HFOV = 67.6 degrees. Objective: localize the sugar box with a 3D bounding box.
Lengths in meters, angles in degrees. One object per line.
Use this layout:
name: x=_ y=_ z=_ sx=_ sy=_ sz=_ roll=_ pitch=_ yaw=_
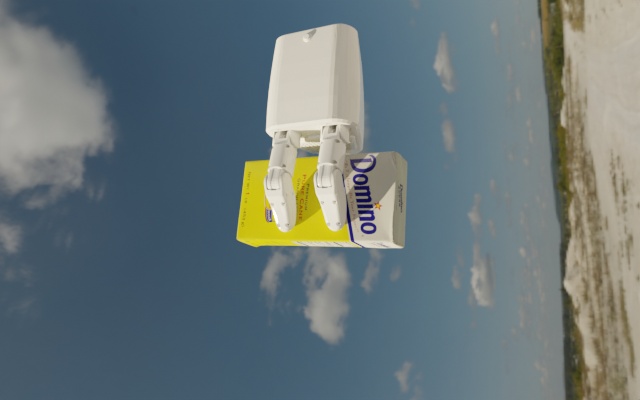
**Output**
sugar box: x=0.000 y=0.001 z=0.504 sx=0.176 sy=0.093 sz=0.048 roll=-3 pitch=-15 yaw=26
